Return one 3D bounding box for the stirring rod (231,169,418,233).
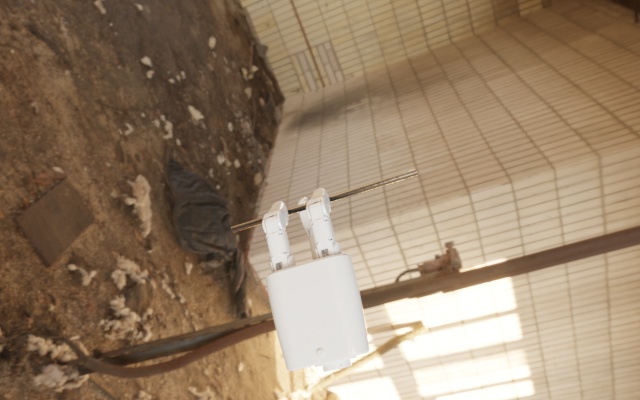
[{"bbox_3d":[0.000,0.002,0.582,0.239,0.011,0.011,-17,-4,13],"label":"stirring rod"}]
